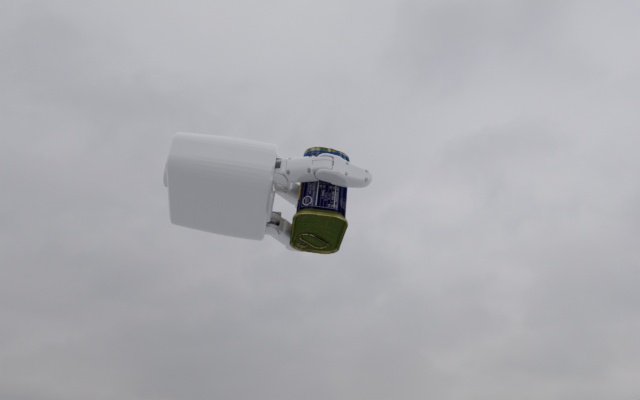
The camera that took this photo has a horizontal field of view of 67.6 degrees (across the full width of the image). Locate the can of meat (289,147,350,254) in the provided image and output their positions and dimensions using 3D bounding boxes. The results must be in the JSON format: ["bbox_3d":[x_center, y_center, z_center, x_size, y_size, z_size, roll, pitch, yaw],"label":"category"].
[{"bbox_3d":[0.000,0.001,0.533,0.057,0.084,0.102,7,-28,-3],"label":"can of meat"}]
